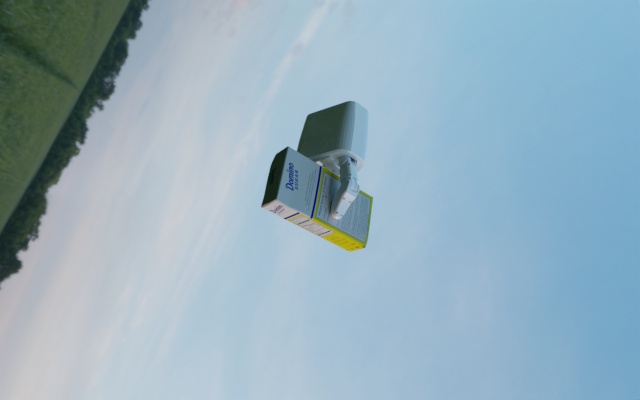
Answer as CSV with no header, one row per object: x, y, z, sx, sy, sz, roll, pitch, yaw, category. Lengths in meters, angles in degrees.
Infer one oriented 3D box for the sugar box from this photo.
0.000,0.002,0.718,0.176,0.093,0.048,28,-34,-28,sugar box
